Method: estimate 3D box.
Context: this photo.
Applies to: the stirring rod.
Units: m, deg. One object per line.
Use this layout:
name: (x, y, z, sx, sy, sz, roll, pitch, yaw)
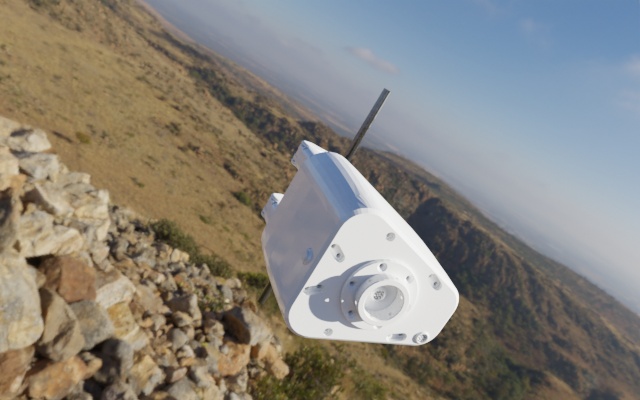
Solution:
stirring rod: (0.000, 0.002, 0.456, 0.011, 0.239, 0.011, 29, 13, -7)
